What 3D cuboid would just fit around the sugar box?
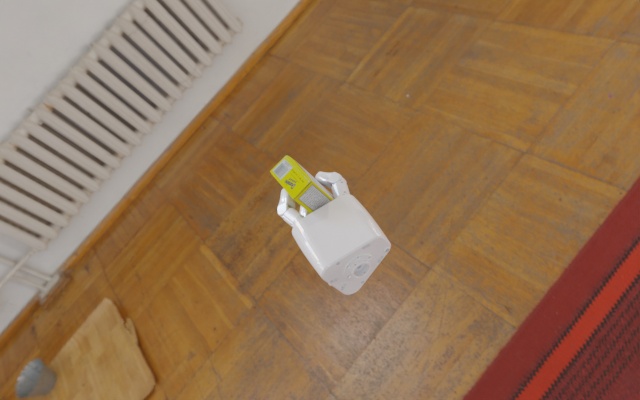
[{"bbox_3d":[0.000,0.003,0.798,0.176,0.048,0.093,43,4,-43],"label":"sugar box"}]
